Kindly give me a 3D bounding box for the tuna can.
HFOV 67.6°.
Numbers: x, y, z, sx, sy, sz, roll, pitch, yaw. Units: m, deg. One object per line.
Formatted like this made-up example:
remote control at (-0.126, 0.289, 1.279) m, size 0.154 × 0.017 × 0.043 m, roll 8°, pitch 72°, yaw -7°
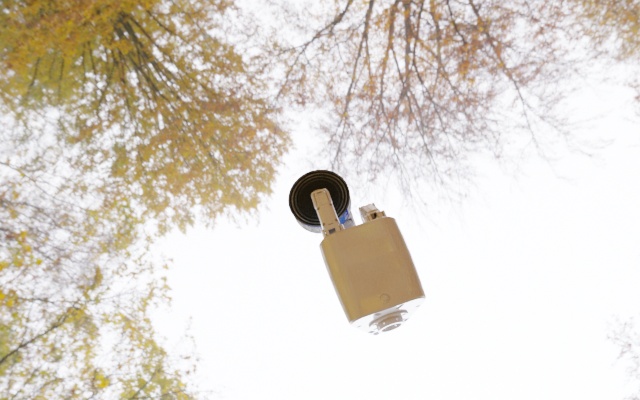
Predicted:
tuna can at (0.000, 0.002, 0.663) m, size 0.086 × 0.086 × 0.034 m, roll 0°, pitch -25°, yaw 10°
